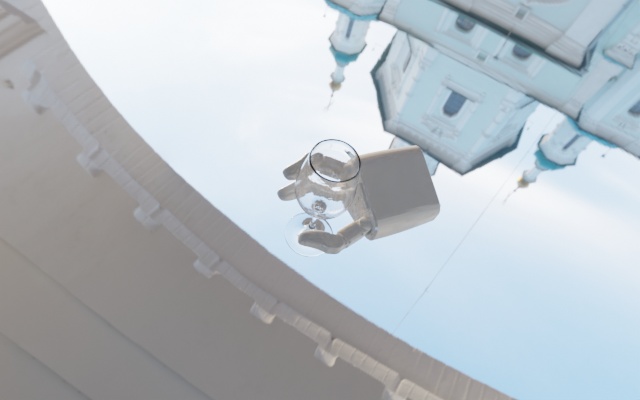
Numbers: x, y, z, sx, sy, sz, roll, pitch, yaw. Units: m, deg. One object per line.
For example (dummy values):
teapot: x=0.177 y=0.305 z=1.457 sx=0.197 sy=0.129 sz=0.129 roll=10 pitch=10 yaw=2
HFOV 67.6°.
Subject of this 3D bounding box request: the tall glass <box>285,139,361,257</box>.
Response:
tall glass: x=0.000 y=0.003 z=0.638 sx=0.079 sy=0.079 sz=0.201 roll=0 pitch=-29 yaw=-11
